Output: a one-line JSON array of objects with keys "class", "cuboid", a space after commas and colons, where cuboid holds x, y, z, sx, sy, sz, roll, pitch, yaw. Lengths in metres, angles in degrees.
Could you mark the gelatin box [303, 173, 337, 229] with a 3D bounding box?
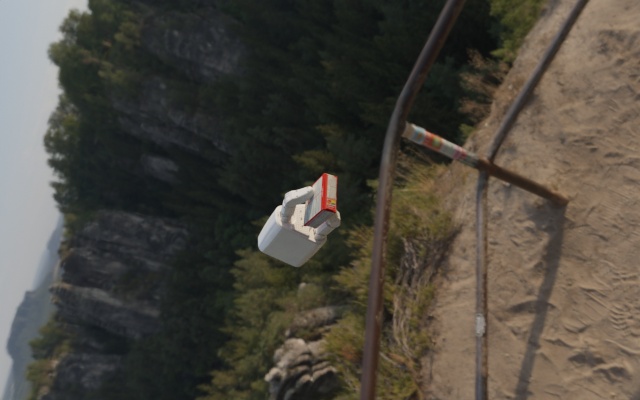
[{"class": "gelatin box", "cuboid": [0.000, 0.003, 0.879, 0.030, 0.073, 0.089, 14, -28, -20]}]
